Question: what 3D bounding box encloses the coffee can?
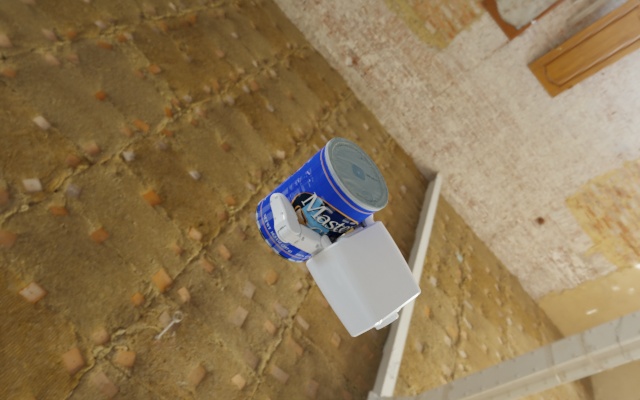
[{"bbox_3d":[0.000,0.002,0.607,0.140,0.102,0.103,-38,-22,32],"label":"coffee can"}]
